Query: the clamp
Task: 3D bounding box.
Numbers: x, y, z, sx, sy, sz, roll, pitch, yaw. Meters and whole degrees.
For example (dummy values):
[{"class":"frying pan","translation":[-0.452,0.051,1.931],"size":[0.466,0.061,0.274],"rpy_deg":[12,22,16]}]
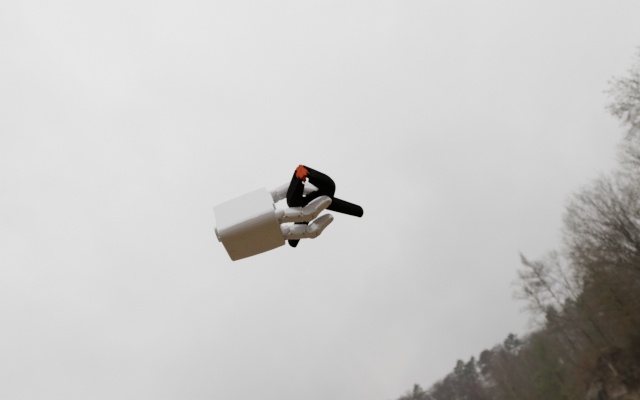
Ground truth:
[{"class":"clamp","translation":[0.000,0.002,0.894],"size":[0.164,0.036,0.210],"rpy_deg":[-21,-37,-7]}]
